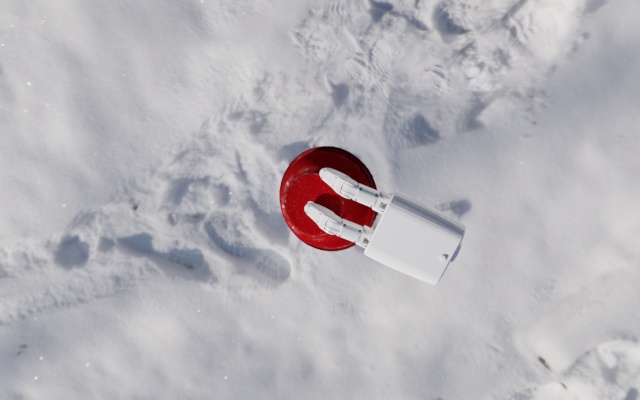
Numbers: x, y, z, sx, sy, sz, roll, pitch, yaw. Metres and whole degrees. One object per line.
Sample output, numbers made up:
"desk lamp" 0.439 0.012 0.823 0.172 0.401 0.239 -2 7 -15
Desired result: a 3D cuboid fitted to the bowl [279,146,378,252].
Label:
"bowl" -0.001 0.002 0.698 0.162 0.162 0.055 0 9 23
